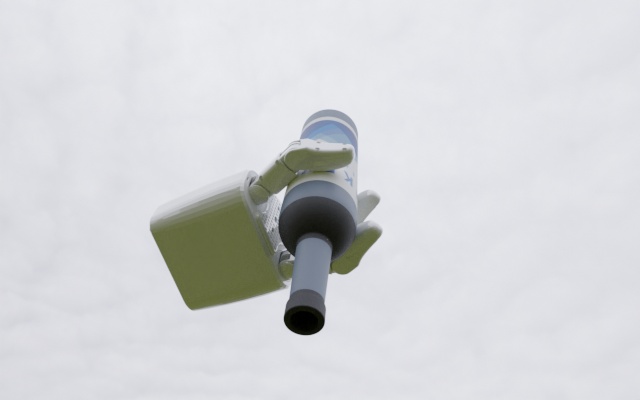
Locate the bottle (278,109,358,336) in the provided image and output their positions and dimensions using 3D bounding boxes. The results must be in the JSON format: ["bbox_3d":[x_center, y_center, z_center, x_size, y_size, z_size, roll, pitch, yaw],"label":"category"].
[{"bbox_3d":[0.000,0.001,0.433,0.069,0.069,0.295,0,32,5],"label":"bottle"}]
